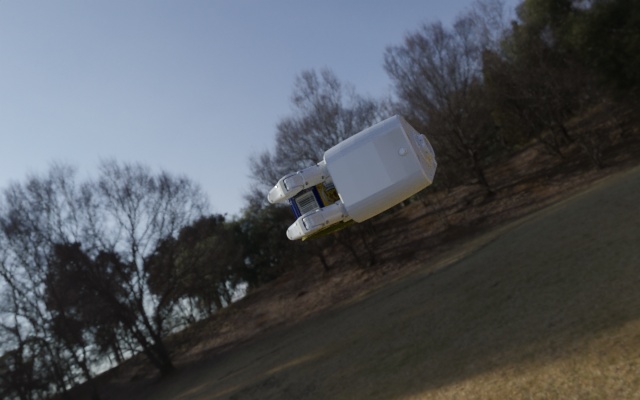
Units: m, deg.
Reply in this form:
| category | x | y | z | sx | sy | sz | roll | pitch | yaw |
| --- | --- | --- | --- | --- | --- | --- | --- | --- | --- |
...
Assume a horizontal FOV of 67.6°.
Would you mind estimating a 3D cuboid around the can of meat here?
| category | x | y | z | sx | sy | sz | roll | pitch | yaw |
| --- | --- | --- | --- | --- | --- | --- | --- | --- | --- |
| can of meat | 0.000 | 0.002 | 0.651 | 0.057 | 0.084 | 0.102 | -28 | -10 | 26 |
